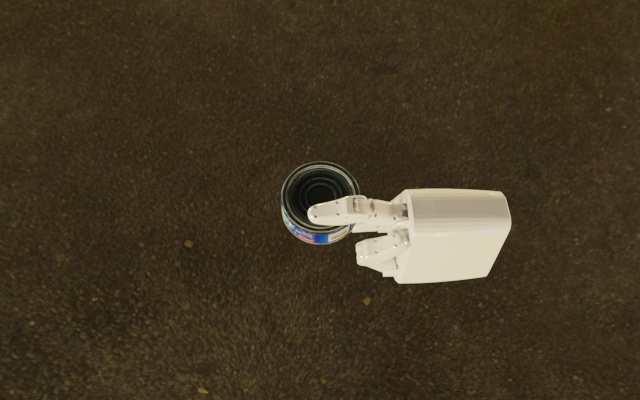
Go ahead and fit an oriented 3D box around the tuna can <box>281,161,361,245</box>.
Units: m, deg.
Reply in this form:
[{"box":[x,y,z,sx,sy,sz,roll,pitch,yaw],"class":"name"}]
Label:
[{"box":[0.000,0.001,0.511,0.086,0.086,0.034,0,-24,-1],"class":"tuna can"}]
